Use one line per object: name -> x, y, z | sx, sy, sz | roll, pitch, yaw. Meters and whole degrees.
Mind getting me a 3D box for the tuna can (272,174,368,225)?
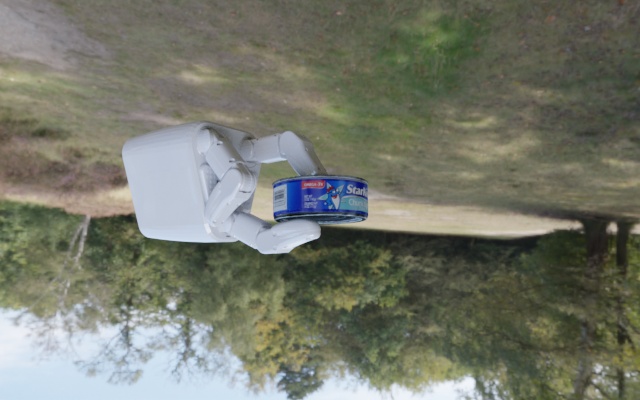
tuna can -> 0.000, 0.002, 0.425 | 0.086, 0.033, 0.086 | -1, -8, 0
